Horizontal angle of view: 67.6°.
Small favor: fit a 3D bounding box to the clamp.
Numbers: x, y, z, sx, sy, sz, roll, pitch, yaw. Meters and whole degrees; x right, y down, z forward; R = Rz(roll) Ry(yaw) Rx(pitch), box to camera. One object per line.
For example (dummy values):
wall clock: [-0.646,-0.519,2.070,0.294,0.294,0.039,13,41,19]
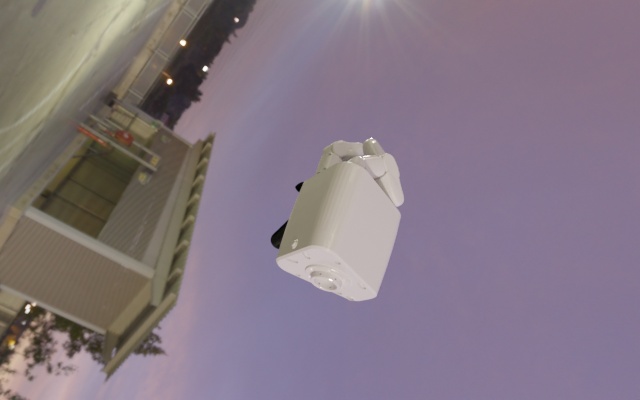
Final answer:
clamp: [0.001,0.002,0.619,0.039,0.120,0.171,35,-34,-22]
